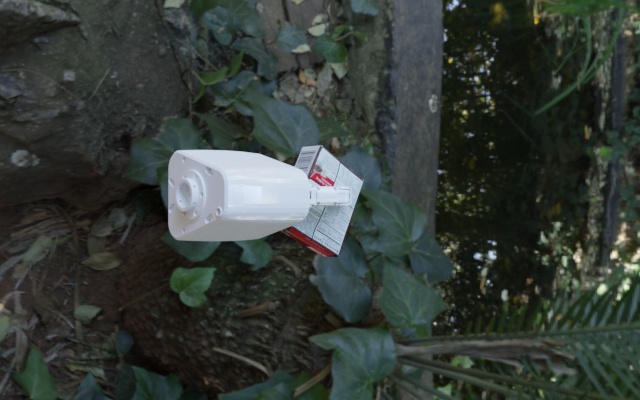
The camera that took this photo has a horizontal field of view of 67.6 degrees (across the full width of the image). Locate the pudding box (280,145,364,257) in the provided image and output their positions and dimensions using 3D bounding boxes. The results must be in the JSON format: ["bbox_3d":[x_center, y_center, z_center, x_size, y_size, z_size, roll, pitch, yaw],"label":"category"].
[{"bbox_3d":[0.000,0.002,0.588,0.039,0.113,0.090,0,-28,46],"label":"pudding box"}]
